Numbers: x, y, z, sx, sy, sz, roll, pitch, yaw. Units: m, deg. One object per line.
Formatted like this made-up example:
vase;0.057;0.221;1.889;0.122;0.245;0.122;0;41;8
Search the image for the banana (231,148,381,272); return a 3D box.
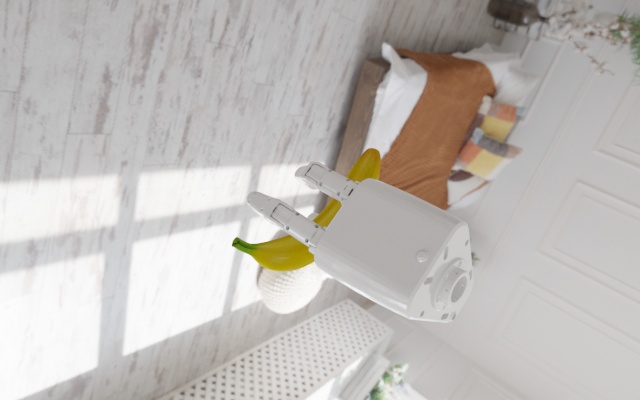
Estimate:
banana;0.004;0.019;0.512;0.197;0.070;0.037;-36;31;-24
